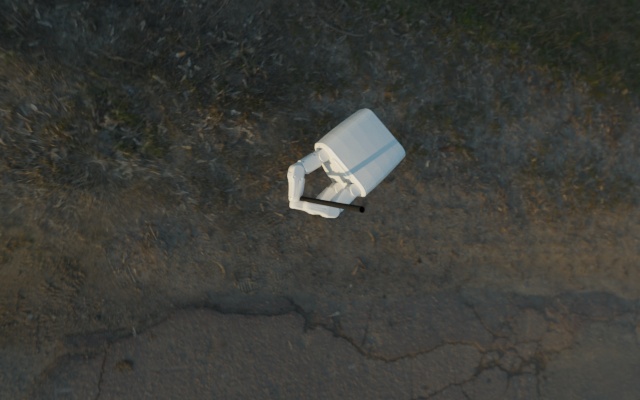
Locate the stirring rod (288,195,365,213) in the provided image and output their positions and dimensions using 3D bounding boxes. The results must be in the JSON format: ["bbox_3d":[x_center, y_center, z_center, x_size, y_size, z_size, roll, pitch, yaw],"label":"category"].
[{"bbox_3d":[0.000,0.002,0.694,0.011,0.011,0.239,0,4,-25],"label":"stirring rod"}]
